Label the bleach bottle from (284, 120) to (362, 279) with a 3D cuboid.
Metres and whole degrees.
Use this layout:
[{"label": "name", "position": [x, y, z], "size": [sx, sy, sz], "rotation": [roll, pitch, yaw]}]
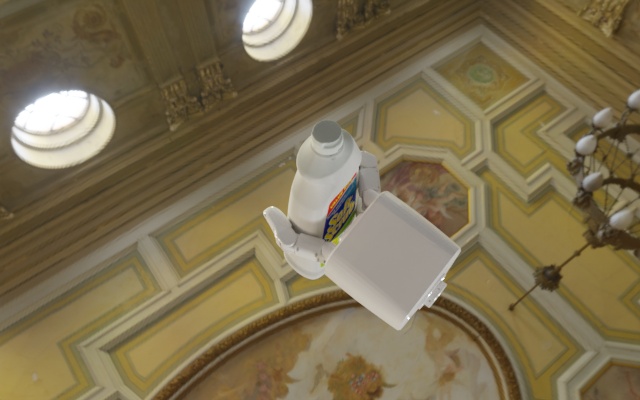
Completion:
[{"label": "bleach bottle", "position": [0.000, 0.002, 0.556], "size": [0.068, 0.102, 0.251], "rotation": [38, -23, 19]}]
